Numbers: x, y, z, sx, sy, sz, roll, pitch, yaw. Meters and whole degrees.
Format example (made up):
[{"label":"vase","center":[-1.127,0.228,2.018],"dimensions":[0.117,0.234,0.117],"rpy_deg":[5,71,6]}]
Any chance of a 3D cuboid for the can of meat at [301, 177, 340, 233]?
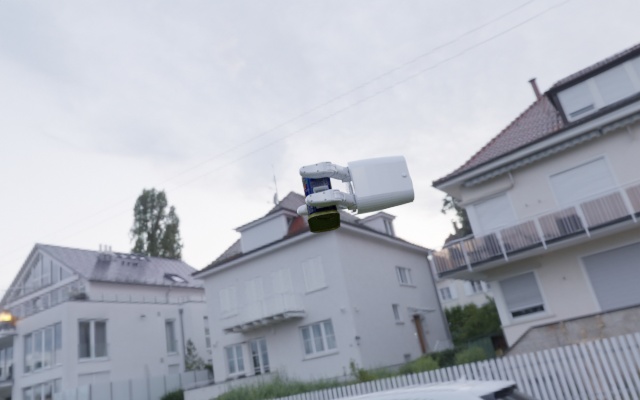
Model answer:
[{"label":"can of meat","center":[0.000,0.003,0.865],"dimensions":[0.057,0.084,0.102],"rpy_deg":[-11,-20,0]}]
